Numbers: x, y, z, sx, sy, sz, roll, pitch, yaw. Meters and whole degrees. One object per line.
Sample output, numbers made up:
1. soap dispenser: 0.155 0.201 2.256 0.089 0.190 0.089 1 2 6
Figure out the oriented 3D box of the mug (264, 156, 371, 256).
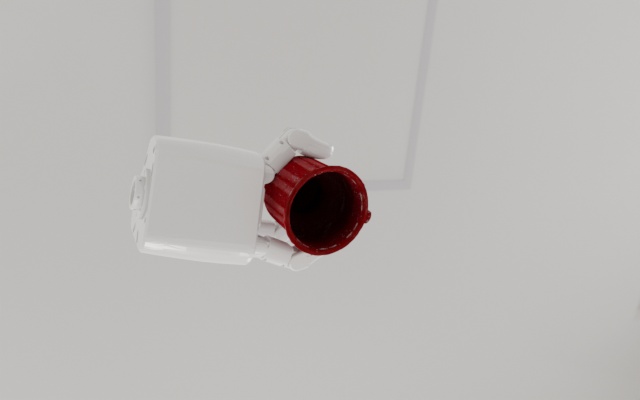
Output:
1. mug: 0.001 0.002 0.508 0.117 0.093 0.081 11 12 -30
